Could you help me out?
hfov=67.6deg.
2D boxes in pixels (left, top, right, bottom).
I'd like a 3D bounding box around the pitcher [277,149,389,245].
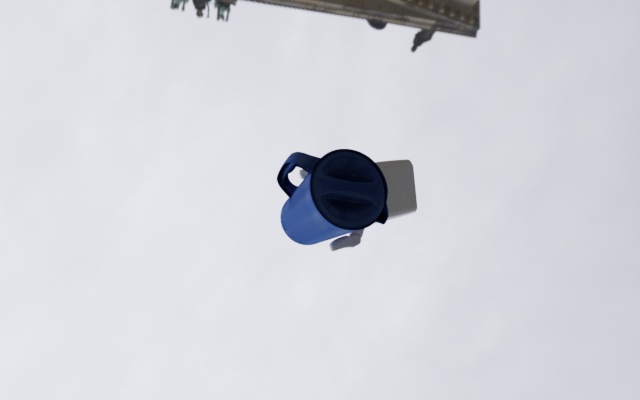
[{"bbox_3d":[0.000,0.003,0.848,0.145,0.149,0.243,-11,-10,-23],"label":"pitcher"}]
